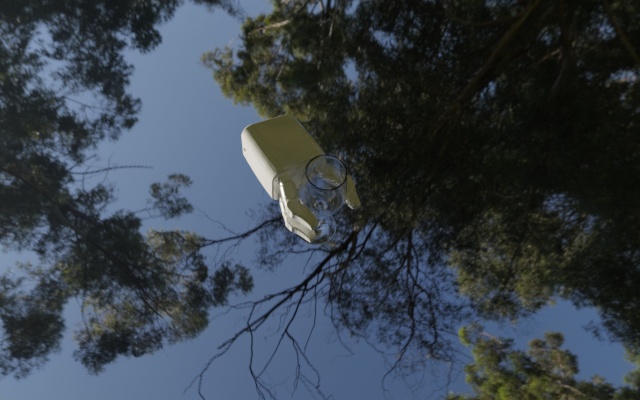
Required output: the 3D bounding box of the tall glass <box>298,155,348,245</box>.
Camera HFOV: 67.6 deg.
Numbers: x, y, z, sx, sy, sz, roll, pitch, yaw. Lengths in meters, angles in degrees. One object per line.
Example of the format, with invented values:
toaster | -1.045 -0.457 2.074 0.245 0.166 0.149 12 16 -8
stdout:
tall glass | 0.000 0.003 0.790 0.079 0.079 0.201 0 -26 -6
